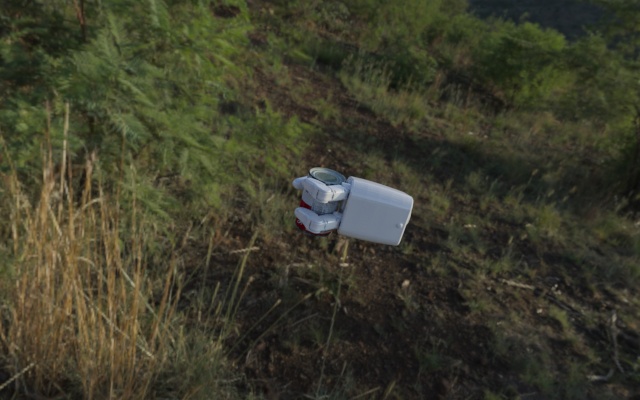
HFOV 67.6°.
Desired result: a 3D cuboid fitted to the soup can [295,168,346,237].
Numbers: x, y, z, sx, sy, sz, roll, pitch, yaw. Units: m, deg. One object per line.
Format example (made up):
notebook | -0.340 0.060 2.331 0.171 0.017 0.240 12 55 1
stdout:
soup can | 0.000 0.002 0.824 0.068 0.102 0.068 13 24 -6
